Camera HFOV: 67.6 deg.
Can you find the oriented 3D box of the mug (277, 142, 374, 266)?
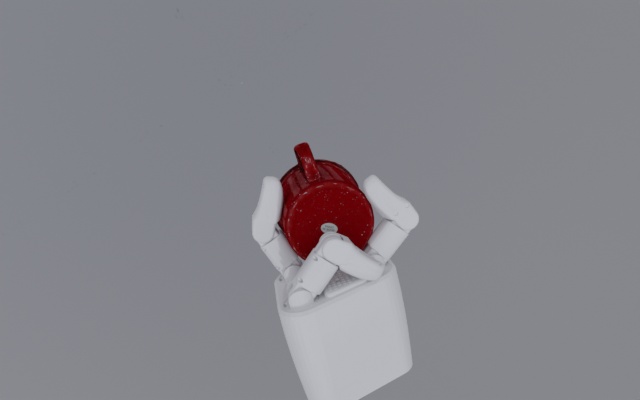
[{"bbox_3d":[0.000,0.000,0.453,0.093,0.117,0.081,-17,16,-5],"label":"mug"}]
